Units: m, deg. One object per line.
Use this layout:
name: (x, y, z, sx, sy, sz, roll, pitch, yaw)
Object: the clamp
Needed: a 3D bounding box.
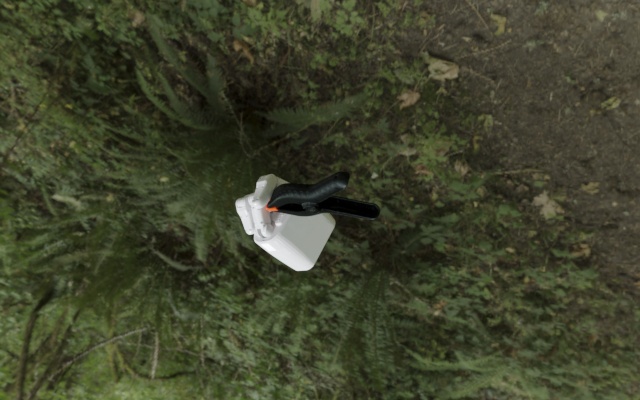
clamp: (0.000, 0.003, 0.705, 0.171, 0.039, 0.120, -6, -34, 39)
